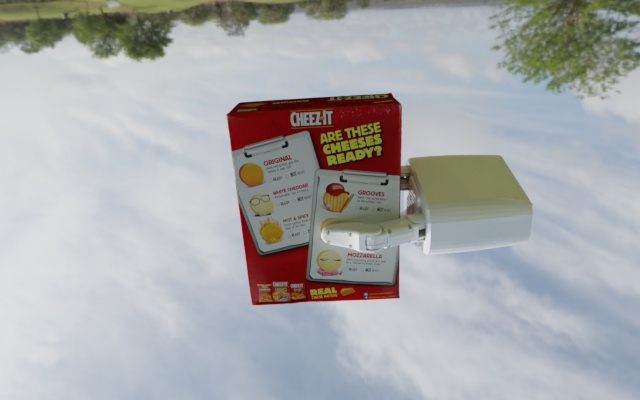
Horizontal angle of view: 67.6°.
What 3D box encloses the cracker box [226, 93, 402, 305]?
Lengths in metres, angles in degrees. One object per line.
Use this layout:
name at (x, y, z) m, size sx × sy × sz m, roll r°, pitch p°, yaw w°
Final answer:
cracker box at (0.000, 0.002, 0.505) m, size 0.164 × 0.214 × 0.072 m, roll -3°, pitch 22°, yaw 2°
